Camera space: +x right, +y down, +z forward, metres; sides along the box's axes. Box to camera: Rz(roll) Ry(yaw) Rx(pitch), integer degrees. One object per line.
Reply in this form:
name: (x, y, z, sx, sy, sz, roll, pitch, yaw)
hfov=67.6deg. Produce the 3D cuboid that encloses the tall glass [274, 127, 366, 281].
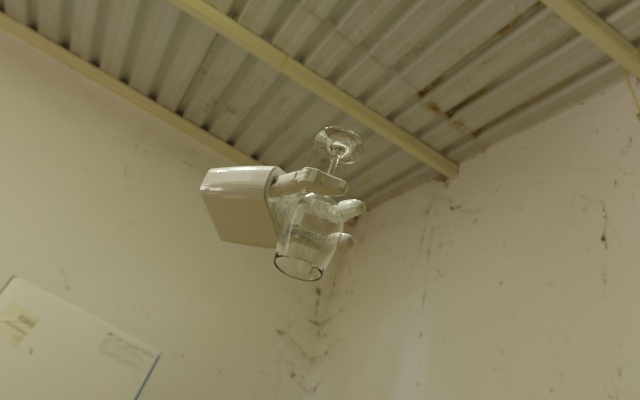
tall glass: (0.000, 0.001, 0.622, 0.079, 0.201, 0.079, 13, -32, 9)
